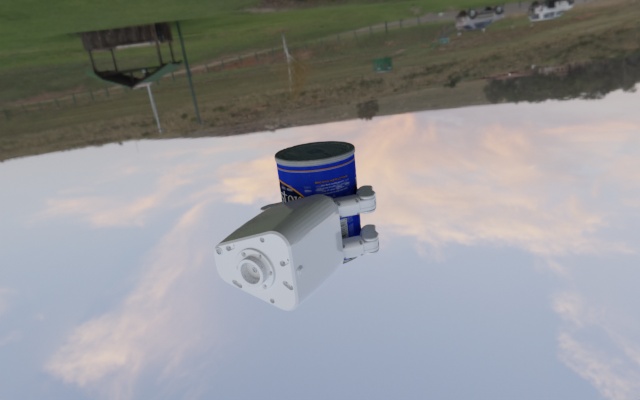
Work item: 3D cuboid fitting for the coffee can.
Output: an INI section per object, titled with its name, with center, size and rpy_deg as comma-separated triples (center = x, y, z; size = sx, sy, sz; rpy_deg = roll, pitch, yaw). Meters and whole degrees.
[coffee can]
center = 0.000, 0.002, 0.625
size = 0.103, 0.140, 0.102
rpy_deg = -6, 19, 2
